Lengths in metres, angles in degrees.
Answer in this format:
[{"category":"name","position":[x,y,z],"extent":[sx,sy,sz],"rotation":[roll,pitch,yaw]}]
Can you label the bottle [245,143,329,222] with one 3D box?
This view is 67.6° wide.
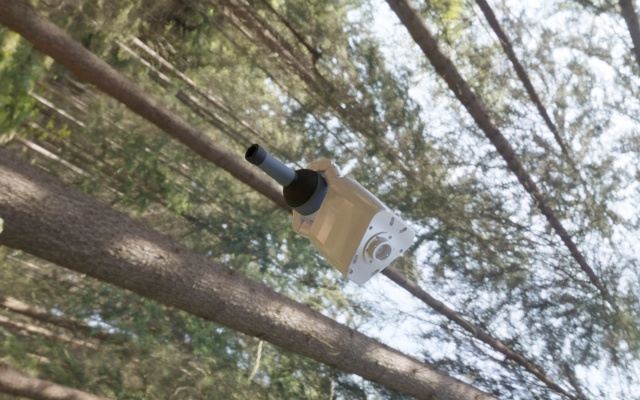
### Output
[{"category":"bottle","position":[0.000,0.003,0.740],"extent":[0.069,0.069,0.296],"rotation":[0,-28,47]}]
